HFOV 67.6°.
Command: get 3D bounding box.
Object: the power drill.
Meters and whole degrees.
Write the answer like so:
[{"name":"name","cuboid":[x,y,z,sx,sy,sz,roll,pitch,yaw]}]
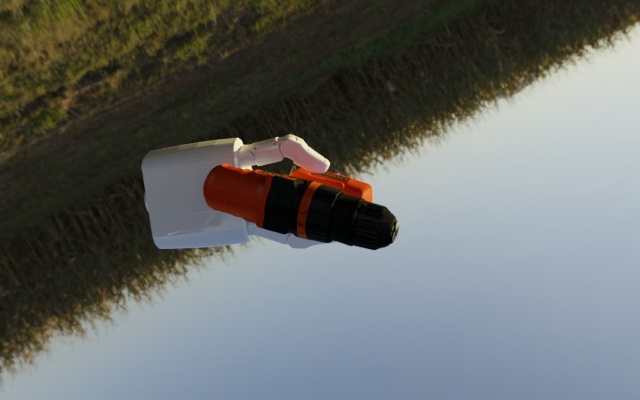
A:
[{"name":"power drill","cuboid":[0.000,0.002,0.495,0.184,0.057,0.187,16,6,16]}]
